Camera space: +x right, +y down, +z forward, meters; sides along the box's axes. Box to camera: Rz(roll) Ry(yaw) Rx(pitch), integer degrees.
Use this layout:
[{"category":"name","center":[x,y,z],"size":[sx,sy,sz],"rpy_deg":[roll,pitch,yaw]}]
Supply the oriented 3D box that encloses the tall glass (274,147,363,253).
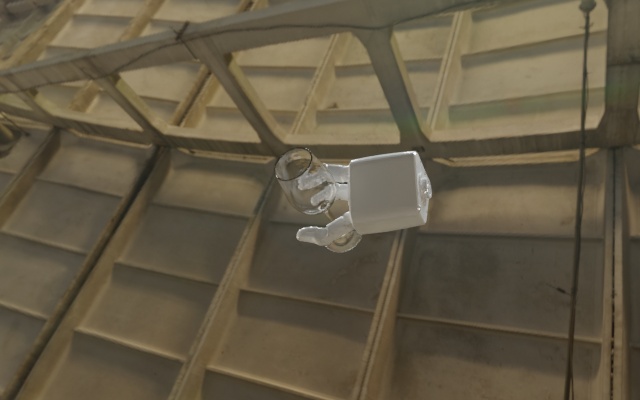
[{"category":"tall glass","center":[0.000,0.003,0.761],"size":[0.079,0.079,0.201],"rpy_deg":[0,-34,29]}]
